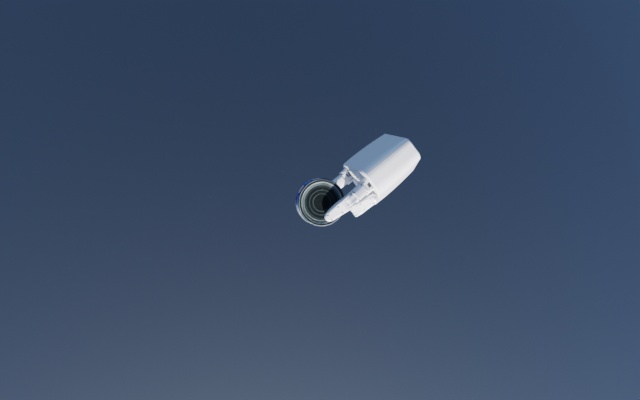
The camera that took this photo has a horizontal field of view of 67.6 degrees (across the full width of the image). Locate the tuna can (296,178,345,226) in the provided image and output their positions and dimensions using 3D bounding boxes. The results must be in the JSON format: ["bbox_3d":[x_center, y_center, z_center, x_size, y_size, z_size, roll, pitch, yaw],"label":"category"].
[{"bbox_3d":[0.000,0.003,0.846,0.086,0.086,0.034,0,4,-10],"label":"tuna can"}]
